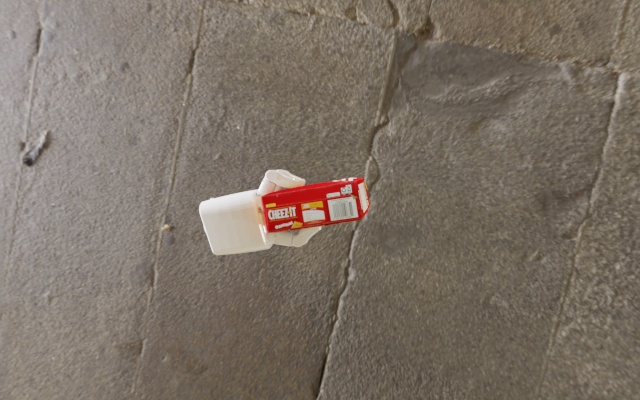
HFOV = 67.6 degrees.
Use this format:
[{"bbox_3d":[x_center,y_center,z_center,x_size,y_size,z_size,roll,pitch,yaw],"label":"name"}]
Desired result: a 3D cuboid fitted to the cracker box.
[{"bbox_3d":[0.000,0.003,0.875,0.164,0.072,0.213,-9,3,9],"label":"cracker box"}]
